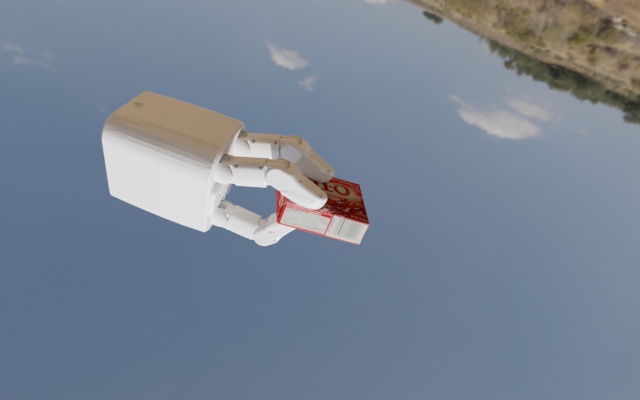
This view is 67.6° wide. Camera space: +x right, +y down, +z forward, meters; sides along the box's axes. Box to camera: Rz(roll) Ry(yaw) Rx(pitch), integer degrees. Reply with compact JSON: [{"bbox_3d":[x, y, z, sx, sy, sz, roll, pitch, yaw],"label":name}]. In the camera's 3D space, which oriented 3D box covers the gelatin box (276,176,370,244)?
[{"bbox_3d":[0.000,0.002,0.480,0.089,0.030,0.073,16,31,-14],"label":"gelatin box"}]
